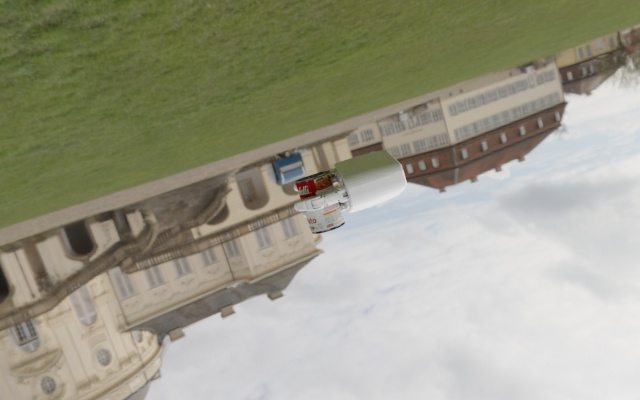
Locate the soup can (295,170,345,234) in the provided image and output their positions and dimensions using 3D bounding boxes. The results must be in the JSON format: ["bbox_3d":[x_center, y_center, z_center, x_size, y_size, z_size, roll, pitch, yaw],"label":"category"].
[{"bbox_3d":[0.000,0.003,0.881,0.068,0.102,0.068,-17,8,3],"label":"soup can"}]
